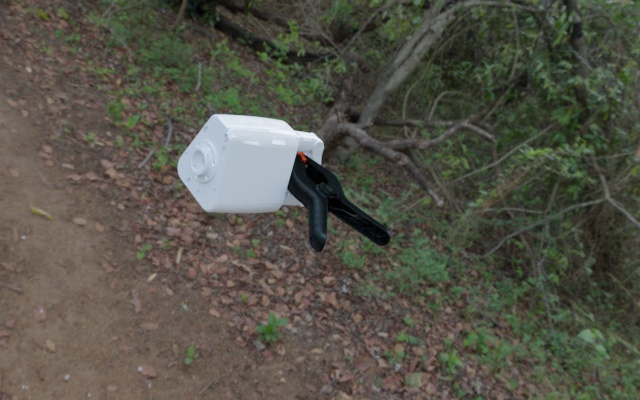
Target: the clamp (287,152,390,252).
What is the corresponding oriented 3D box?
[{"bbox_3d":[0.000,0.001,0.604,0.120,0.039,0.171,-3,41,-49],"label":"clamp"}]
